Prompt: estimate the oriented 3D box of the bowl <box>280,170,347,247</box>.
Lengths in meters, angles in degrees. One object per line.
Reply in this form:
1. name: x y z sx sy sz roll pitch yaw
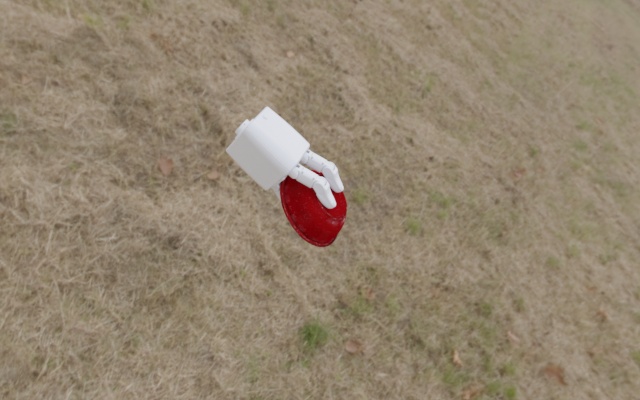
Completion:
1. bowl: 0.001 0.004 0.893 0.055 0.162 0.162 -28 -16 33
